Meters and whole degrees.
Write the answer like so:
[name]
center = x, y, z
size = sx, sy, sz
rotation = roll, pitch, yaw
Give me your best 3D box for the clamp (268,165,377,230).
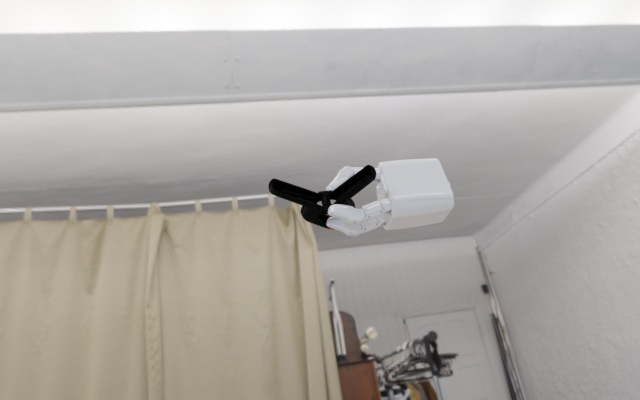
[clamp]
center = 0.000, 0.002, 0.802
size = 0.164, 0.036, 0.210
rotation = -4, -23, -4
